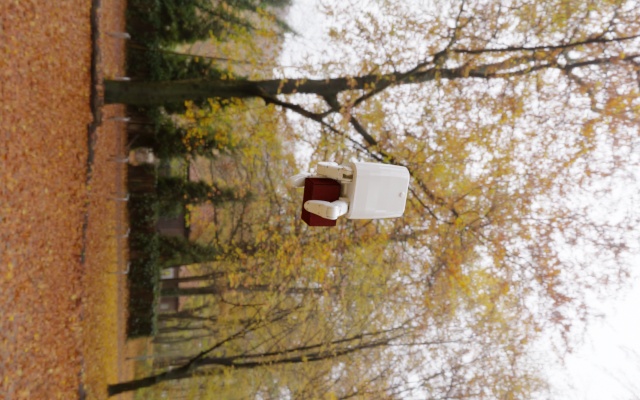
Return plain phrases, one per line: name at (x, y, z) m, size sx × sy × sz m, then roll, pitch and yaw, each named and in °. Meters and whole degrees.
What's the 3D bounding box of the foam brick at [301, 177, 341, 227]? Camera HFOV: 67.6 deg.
foam brick at (0.000, 0.003, 0.841) m, size 0.051 × 0.078 × 0.053 m, roll 1°, pitch 16°, yaw -20°
